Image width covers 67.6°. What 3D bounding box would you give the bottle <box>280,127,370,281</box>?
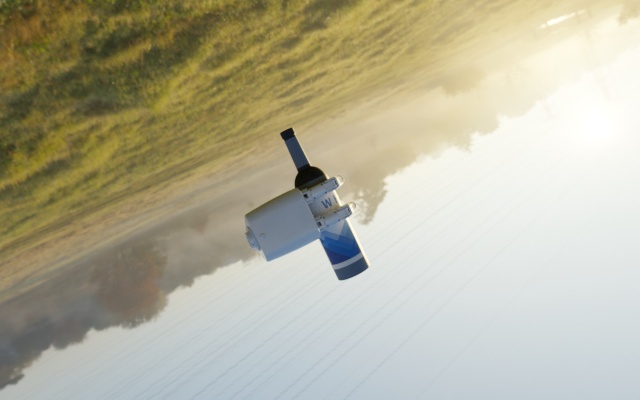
[{"bbox_3d":[0.000,0.003,0.889,0.069,0.296,0.069,-25,3,1],"label":"bottle"}]
